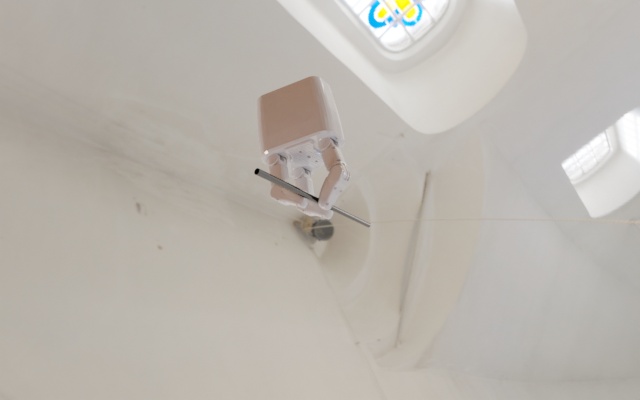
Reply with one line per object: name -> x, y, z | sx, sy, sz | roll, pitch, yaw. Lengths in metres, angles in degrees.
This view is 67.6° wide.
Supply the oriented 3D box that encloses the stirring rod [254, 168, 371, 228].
stirring rod -> 0.000, 0.002, 0.629 | 0.011, 0.011, 0.239 | 0, -17, 39
